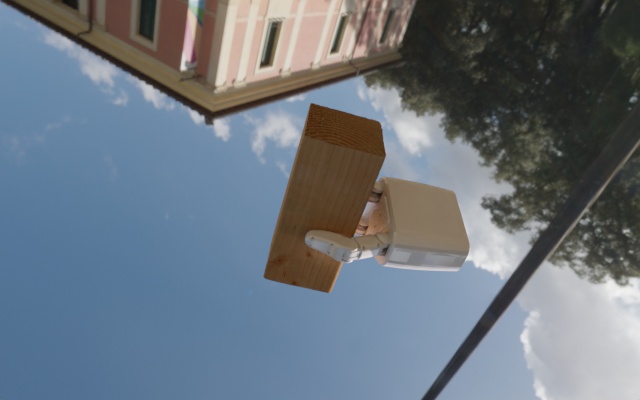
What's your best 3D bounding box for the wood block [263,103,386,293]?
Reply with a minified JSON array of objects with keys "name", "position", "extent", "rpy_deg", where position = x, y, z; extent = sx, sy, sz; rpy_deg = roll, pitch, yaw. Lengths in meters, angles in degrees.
[{"name":"wood block","position":[0.000,0.002,0.580],"extent":[0.090,0.206,0.090],"rpy_deg":[14,33,-7]}]
